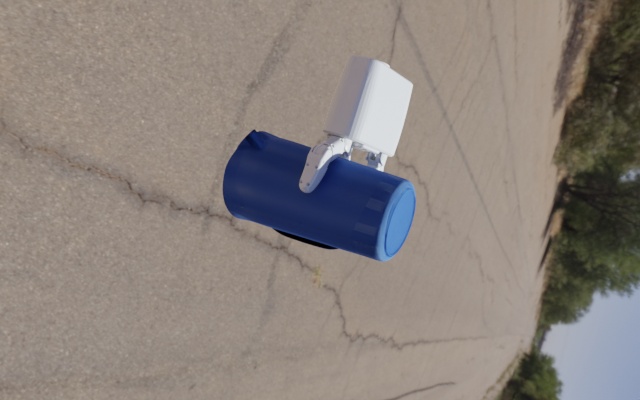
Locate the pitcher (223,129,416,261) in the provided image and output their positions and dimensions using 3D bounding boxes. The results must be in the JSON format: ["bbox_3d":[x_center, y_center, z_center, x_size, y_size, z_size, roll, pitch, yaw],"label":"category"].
[{"bbox_3d":[0.000,0.002,0.655,0.243,0.145,0.149,18,4,27],"label":"pitcher"}]
